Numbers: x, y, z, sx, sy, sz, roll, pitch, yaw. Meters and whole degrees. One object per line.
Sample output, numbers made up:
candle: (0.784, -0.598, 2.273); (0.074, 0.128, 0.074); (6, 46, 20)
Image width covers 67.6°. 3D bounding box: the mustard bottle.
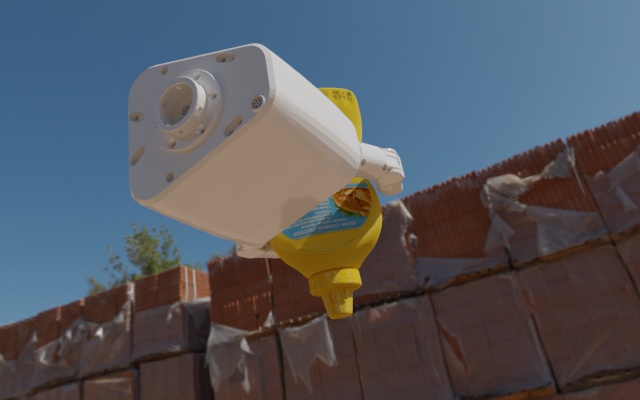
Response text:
mustard bottle: (0.000, 0.001, 0.401); (0.096, 0.191, 0.058); (-10, -22, 0)
